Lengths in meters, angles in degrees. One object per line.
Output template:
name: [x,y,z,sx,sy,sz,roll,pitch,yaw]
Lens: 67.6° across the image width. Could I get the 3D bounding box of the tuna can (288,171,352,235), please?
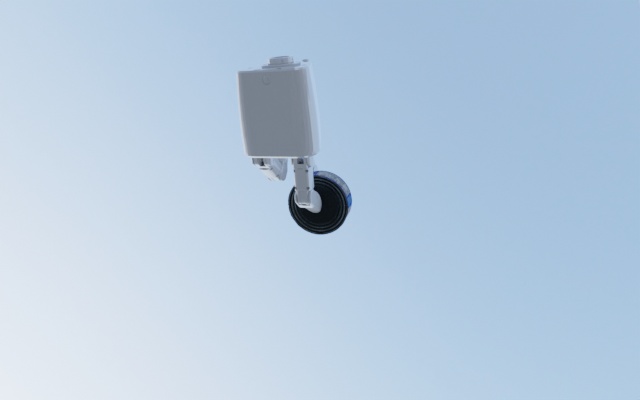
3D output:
tuna can: [0.000,0.002,0.668,0.086,0.086,0.033,0,19,16]
